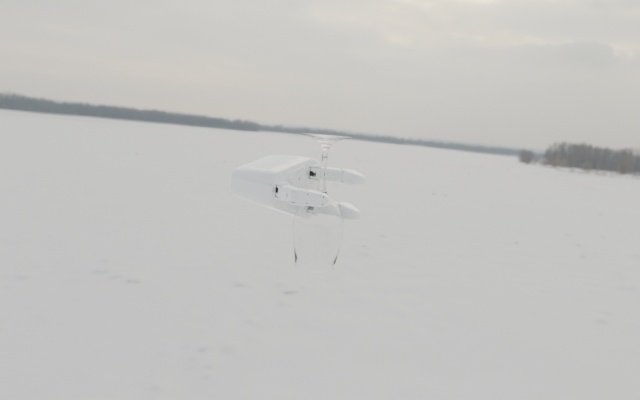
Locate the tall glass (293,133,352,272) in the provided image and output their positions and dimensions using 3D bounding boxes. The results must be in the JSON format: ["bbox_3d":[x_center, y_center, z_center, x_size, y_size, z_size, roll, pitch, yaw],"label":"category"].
[{"bbox_3d":[0.000,0.002,0.716,0.079,0.201,0.079,5,8,-1],"label":"tall glass"}]
